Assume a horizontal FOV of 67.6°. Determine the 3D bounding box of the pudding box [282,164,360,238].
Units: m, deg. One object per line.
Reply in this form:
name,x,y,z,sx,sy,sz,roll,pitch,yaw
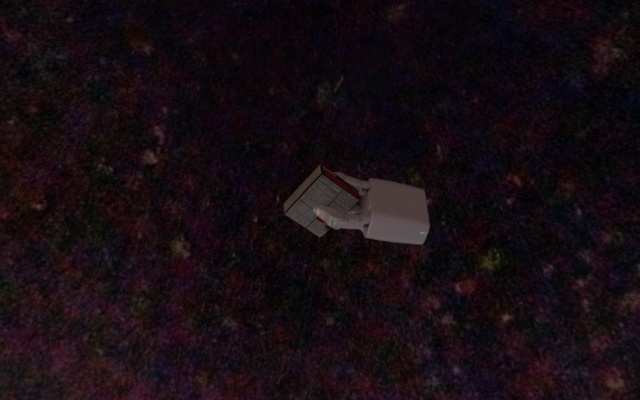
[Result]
pudding box,0.000,0.003,0.850,0.090,0.113,0.039,35,23,-22
